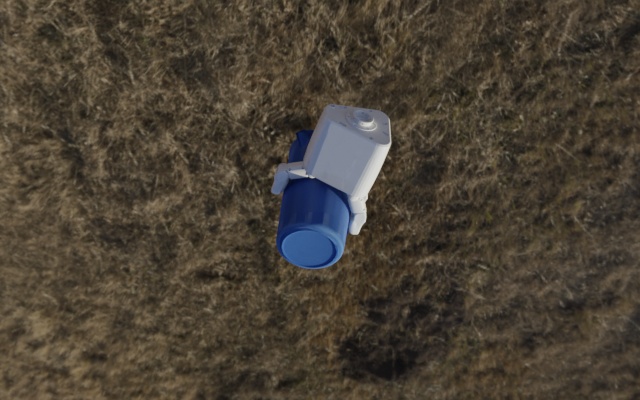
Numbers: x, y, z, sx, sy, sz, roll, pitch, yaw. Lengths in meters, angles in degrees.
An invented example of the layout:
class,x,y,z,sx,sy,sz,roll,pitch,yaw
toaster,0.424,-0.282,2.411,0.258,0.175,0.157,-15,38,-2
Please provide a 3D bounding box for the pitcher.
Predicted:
class,x,y,z,sx,sy,sz,roll,pitch,yaw
pitcher,0.000,0.003,0.834,0.149,0.145,0.242,16,42,-7
